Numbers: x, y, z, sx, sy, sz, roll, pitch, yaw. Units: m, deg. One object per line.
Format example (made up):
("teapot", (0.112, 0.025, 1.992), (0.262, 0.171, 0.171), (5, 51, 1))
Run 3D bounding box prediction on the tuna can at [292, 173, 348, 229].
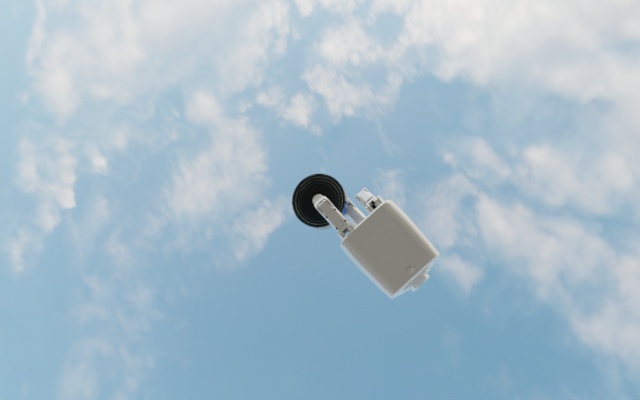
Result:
("tuna can", (0.000, 0.003, 0.758), (0.086, 0.086, 0.034), (0, -10, 13))
